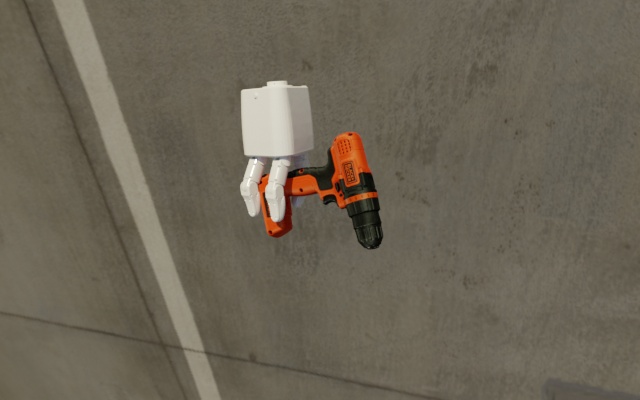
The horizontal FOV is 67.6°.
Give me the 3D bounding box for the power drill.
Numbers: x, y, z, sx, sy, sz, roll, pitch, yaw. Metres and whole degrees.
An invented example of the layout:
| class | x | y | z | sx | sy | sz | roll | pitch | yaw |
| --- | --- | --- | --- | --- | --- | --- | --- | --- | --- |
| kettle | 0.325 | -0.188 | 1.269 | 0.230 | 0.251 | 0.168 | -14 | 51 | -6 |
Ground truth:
| class | x | y | z | sx | sy | sz | roll | pitch | yaw |
| --- | --- | --- | --- | --- | --- | --- | --- | --- | --- |
| power drill | 0.000 | 0.002 | 0.761 | 0.187 | 0.184 | 0.057 | -16 | -12 | 21 |
